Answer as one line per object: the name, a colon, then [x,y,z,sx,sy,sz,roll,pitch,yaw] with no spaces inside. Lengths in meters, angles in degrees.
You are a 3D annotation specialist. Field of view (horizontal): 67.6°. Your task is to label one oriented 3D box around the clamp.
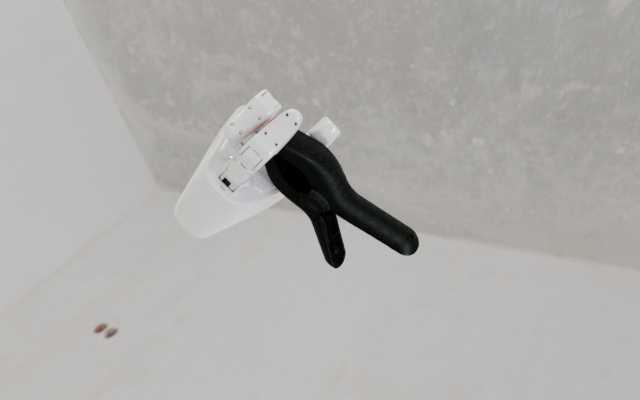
clamp: [0.000,0.002,0.450,0.120,0.171,0.039,-36,10,48]
